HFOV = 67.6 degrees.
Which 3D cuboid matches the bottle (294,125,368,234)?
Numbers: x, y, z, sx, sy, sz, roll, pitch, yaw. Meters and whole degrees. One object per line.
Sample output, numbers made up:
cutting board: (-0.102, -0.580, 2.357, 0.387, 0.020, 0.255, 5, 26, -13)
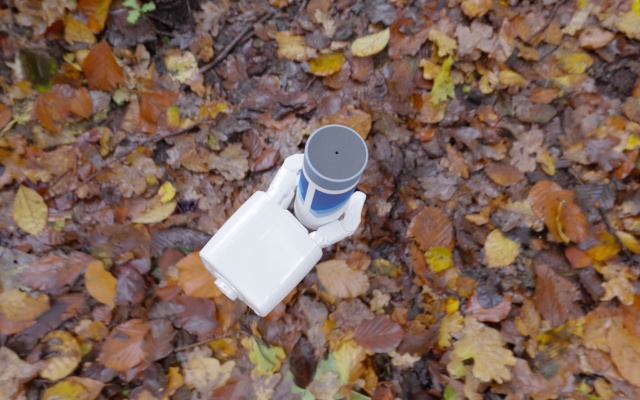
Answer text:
bottle: (0.000, 0.002, 0.631, 0.069, 0.069, 0.296, 0, -21, -7)
